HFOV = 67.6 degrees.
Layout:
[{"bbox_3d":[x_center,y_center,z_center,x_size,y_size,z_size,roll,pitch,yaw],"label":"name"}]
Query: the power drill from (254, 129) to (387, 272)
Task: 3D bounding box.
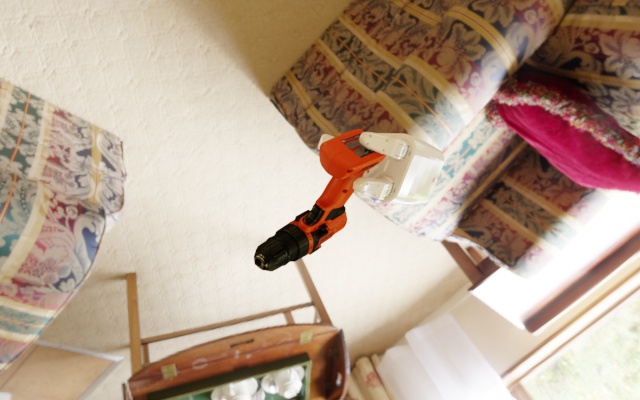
[{"bbox_3d":[0.000,0.002,0.635,0.057,0.188,0.184,42,38,15],"label":"power drill"}]
